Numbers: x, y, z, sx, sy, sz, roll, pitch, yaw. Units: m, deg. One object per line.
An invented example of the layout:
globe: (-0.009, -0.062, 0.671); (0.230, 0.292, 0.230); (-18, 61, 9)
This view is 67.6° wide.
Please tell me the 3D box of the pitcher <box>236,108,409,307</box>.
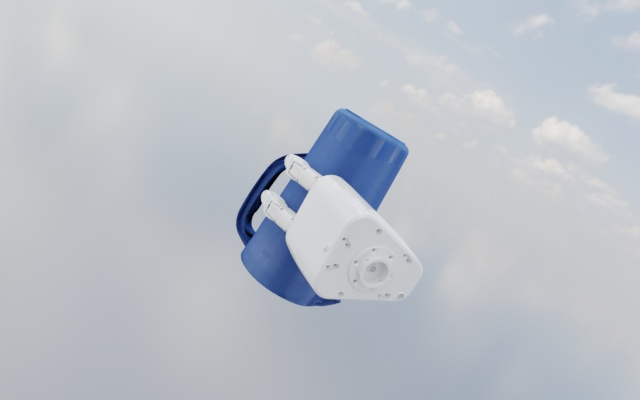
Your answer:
pitcher: (0.000, 0.002, 0.629); (0.149, 0.243, 0.145); (26, 12, -23)
